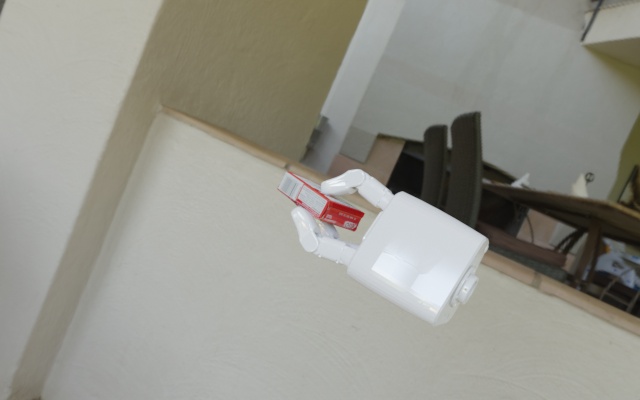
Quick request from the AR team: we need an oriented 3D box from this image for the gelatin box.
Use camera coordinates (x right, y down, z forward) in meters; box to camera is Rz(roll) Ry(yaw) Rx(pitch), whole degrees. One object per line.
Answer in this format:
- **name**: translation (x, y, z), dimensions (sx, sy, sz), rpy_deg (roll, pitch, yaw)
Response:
- **gelatin box**: translation (0.000, 0.001, 0.598), dimensions (0.089, 0.030, 0.073), rpy_deg (35, 9, 40)
